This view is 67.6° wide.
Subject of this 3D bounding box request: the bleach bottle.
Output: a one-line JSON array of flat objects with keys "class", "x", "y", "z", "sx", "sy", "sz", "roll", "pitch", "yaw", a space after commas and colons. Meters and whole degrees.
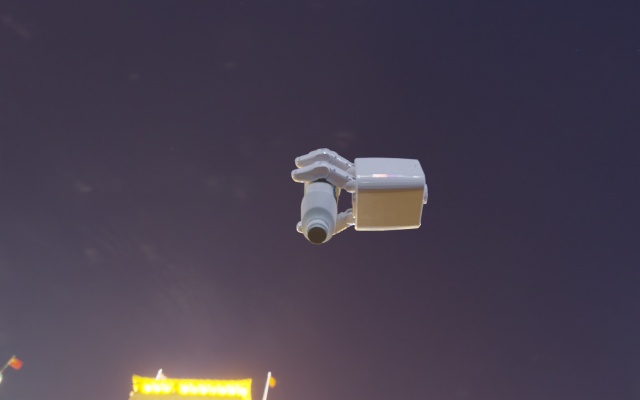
[{"class": "bleach bottle", "x": 0.000, "y": 0.002, "z": 0.780, "sx": 0.068, "sy": 0.103, "sz": 0.250, "roll": 0, "pitch": 25, "yaw": 2}]
